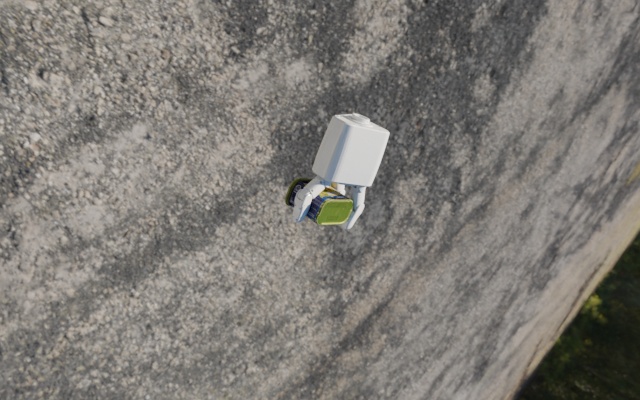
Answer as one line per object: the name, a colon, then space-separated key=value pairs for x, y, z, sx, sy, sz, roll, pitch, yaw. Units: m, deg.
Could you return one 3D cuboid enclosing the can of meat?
can of meat: x=0.000 y=0.003 z=0.882 sx=0.084 sy=0.057 sz=0.102 roll=34 pitch=20 yaw=34
